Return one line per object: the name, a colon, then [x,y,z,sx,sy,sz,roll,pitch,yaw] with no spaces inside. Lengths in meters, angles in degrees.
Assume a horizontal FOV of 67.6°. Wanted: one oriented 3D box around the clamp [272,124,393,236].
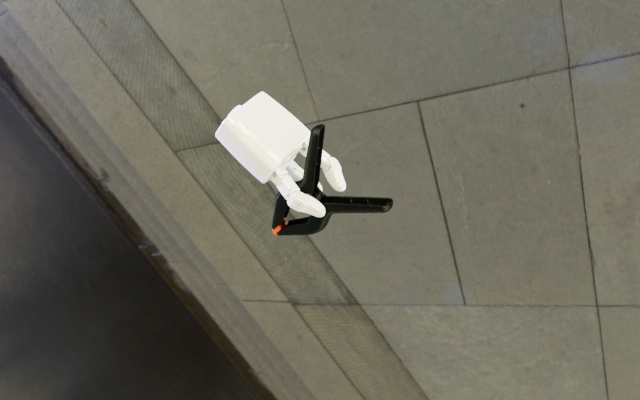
clamp: [-0.001,0.003,0.749,0.210,0.164,0.036,-46,3,36]
